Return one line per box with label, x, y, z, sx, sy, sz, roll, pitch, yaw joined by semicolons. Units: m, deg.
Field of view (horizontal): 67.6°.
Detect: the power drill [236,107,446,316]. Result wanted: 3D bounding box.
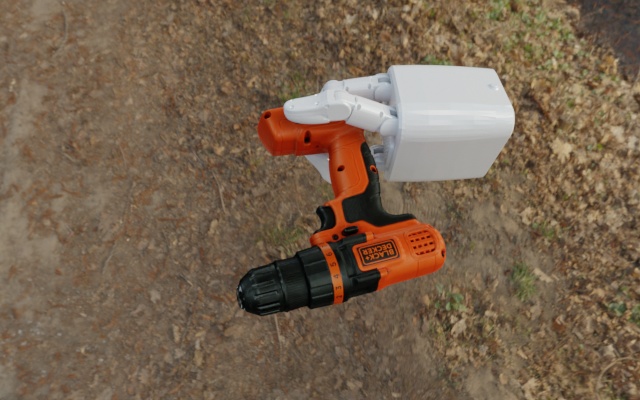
power drill;0.000;0.001;0.436;0.184;0.187;0.057;-11;-23;-16
